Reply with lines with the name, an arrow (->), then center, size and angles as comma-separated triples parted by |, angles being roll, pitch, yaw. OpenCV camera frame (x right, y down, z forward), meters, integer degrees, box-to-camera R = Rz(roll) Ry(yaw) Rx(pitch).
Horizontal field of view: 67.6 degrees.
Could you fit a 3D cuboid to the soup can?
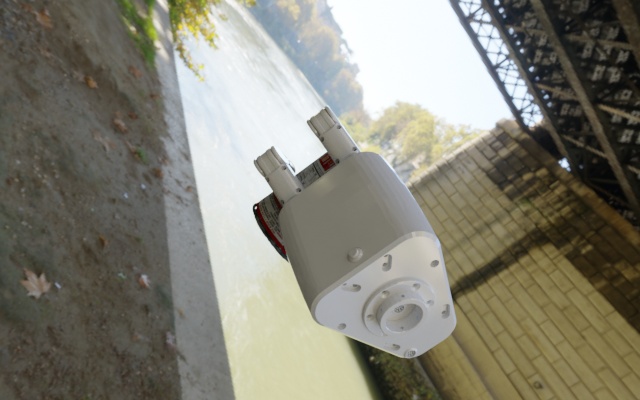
soup can -> 0.000, 0.001, 0.425 | 0.102, 0.068, 0.068 | -36, -6, 8
